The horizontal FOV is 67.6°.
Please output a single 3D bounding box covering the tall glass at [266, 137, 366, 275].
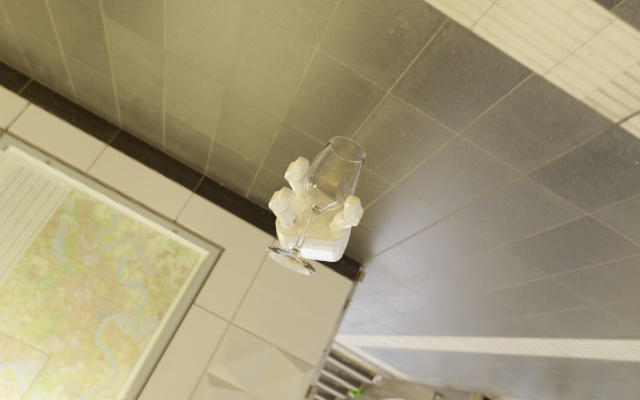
[{"bbox_3d":[0.000,0.003,0.691,0.079,0.201,0.079,22,-25,11],"label":"tall glass"}]
